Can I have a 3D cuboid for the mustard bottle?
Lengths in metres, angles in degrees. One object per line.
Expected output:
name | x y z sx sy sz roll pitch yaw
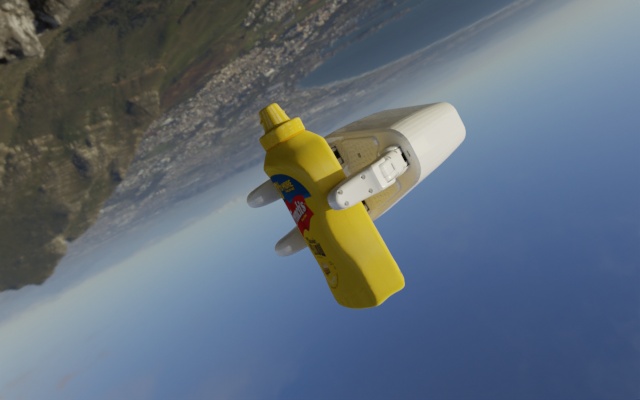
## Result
mustard bottle | 0.000 0.002 0.428 0.058 0.191 0.096 -30 6 -17
